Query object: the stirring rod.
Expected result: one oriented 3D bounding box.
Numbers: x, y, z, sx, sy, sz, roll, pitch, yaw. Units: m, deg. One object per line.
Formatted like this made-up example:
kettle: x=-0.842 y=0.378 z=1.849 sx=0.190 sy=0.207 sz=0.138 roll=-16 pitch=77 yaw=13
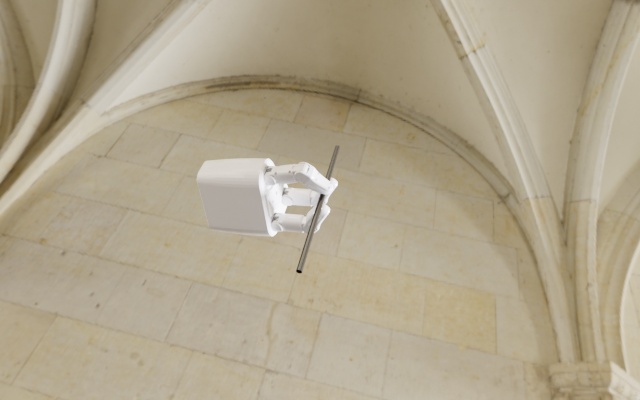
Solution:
stirring rod: x=0.000 y=0.002 z=0.672 sx=0.011 sy=0.239 sz=0.011 roll=10 pitch=-42 yaw=9
